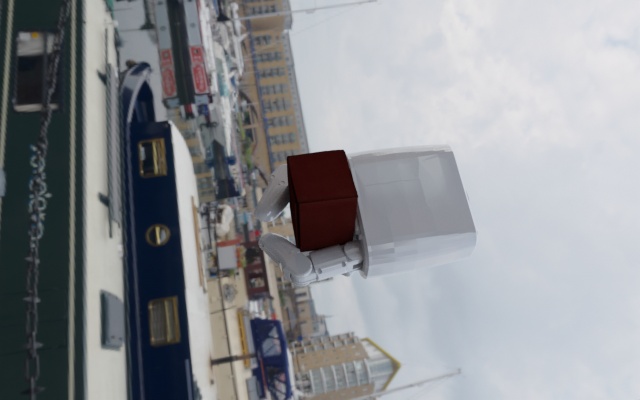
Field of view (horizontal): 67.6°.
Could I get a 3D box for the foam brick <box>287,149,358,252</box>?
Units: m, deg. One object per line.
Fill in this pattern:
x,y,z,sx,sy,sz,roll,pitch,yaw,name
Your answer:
0.000,0.001,0.416,0.051,0.053,0.078,-8,-35,-6,foam brick
